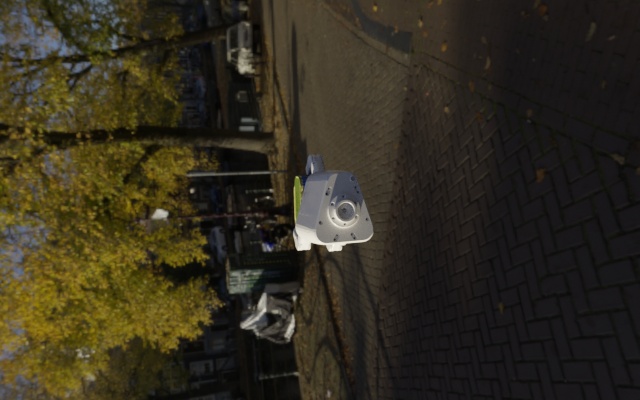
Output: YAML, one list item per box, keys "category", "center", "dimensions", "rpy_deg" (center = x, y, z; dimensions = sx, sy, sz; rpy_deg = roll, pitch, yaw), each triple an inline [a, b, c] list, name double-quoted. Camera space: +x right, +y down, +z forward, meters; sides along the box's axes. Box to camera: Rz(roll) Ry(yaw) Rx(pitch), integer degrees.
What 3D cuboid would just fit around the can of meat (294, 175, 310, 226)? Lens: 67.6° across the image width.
- category: "can of meat"
  center: [0.000, 0.003, 0.830]
  dimensions: [0.084, 0.102, 0.057]
  rpy_deg: [-3, 4, -16]
